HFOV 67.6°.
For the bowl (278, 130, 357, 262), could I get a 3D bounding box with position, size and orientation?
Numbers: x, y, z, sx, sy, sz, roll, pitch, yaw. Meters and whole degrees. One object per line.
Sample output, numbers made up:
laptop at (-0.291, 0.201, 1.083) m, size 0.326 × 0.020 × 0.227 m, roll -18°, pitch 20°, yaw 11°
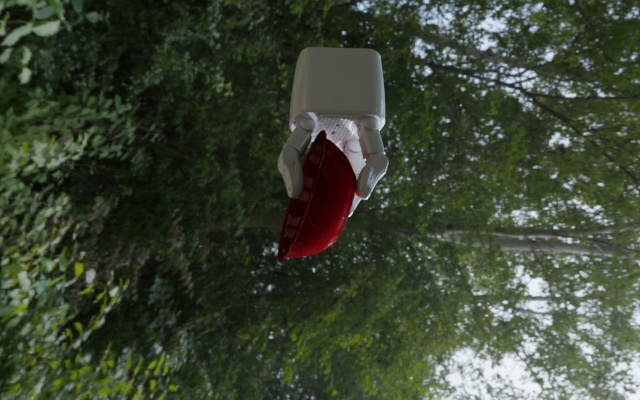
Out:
bowl at (0.000, 0.003, 0.564) m, size 0.055 × 0.162 × 0.162 m, roll 19°, pitch -3°, yaw -10°
